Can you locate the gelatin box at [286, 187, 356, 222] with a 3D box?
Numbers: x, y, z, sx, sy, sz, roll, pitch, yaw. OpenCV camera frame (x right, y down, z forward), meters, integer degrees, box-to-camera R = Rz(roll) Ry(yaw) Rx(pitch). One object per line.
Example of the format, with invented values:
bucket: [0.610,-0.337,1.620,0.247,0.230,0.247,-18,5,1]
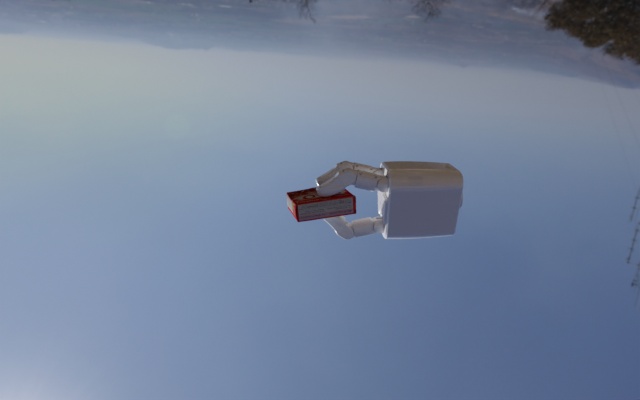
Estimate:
gelatin box: [0.000,0.003,0.701,0.089,0.030,0.073,-9,17,-12]
